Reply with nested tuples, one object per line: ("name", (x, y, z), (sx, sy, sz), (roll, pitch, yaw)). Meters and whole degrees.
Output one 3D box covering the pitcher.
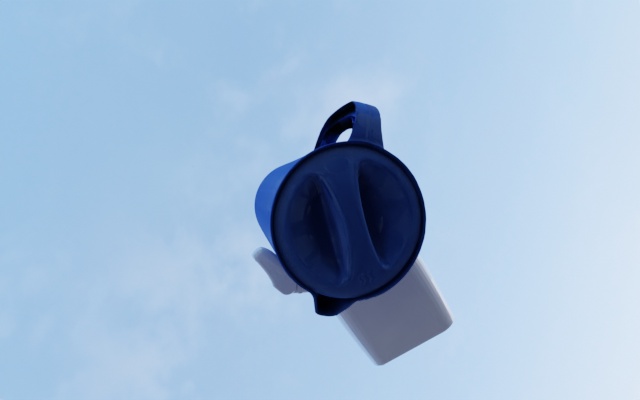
("pitcher", (0.000, 0.002, 0.498), (0.149, 0.145, 0.243), (-36, 11, -10))
